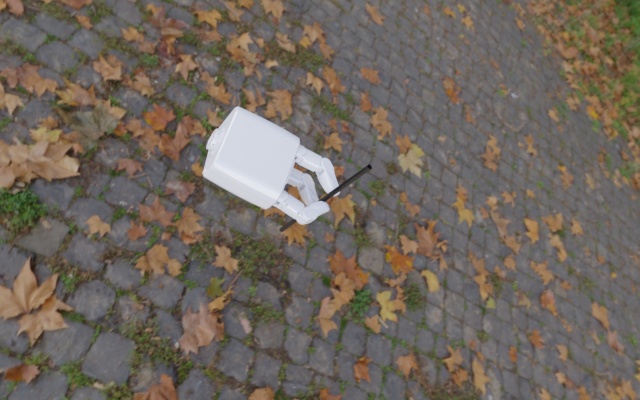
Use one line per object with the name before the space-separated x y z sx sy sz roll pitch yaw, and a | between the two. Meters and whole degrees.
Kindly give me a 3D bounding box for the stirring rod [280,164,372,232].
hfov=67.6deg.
stirring rod | 0.000 0.003 0.745 0.011 0.011 0.240 0 -24 -38
